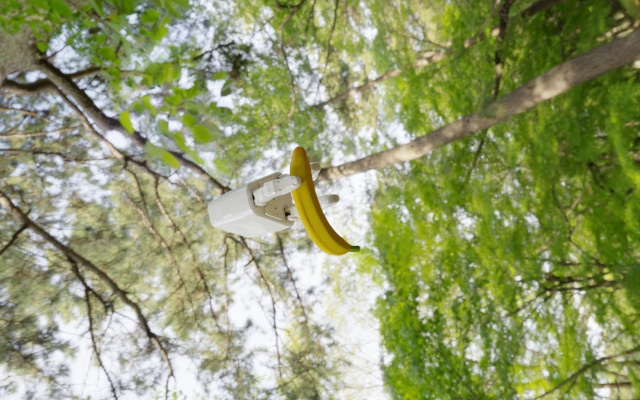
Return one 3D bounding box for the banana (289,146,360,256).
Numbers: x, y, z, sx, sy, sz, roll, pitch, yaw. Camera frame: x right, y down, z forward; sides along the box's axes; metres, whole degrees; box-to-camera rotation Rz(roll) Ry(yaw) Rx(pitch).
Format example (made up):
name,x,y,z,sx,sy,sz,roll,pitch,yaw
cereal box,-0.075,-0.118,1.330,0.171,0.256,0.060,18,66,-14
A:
name,x,y,z,sx,sy,sz,roll,pitch,yaw
banana,-0.007,0.013,0.745,0.037,0.198,0.069,-20,13,37
